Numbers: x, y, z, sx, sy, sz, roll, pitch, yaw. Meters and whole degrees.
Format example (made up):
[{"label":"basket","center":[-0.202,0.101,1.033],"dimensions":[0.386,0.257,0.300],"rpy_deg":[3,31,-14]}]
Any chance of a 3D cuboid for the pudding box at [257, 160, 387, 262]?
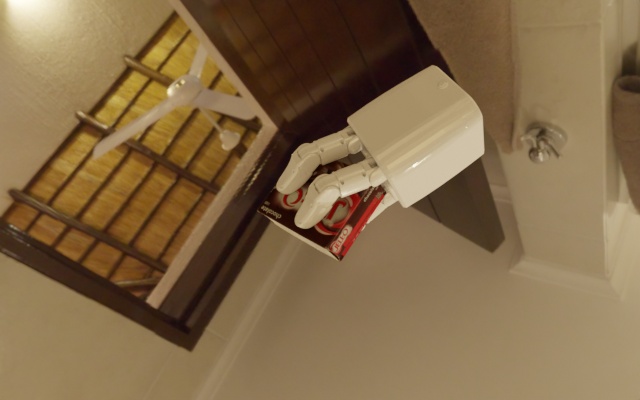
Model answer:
[{"label":"pudding box","center":[0.000,0.002,0.510],"dimensions":[0.113,0.090,0.039],"rpy_deg":[24,-17,42]}]
